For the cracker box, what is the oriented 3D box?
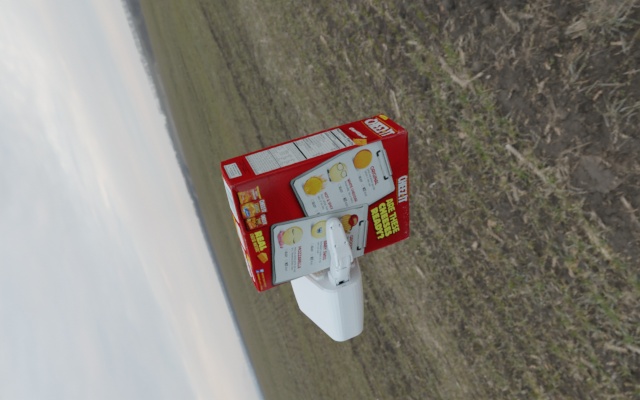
[{"bbox_3d":[0.000,0.002,0.589,0.213,0.164,0.072,-19,37,-14],"label":"cracker box"}]
